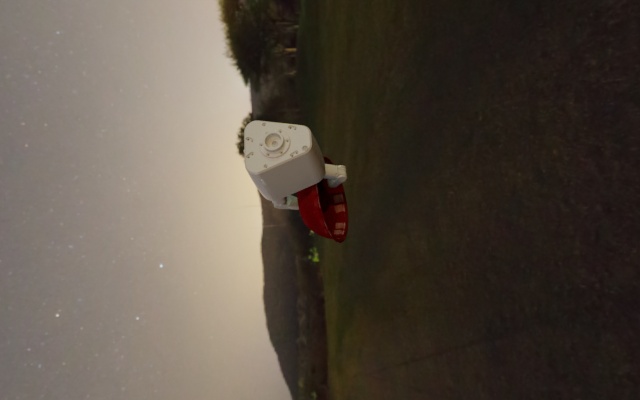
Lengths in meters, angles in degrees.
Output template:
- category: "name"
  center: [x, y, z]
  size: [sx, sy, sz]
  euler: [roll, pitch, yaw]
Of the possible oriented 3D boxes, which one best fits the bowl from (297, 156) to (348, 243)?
- category: "bowl"
  center: [0.000, 0.004, 0.884]
  size: [0.055, 0.162, 0.162]
  euler: [-12, -4, 20]
